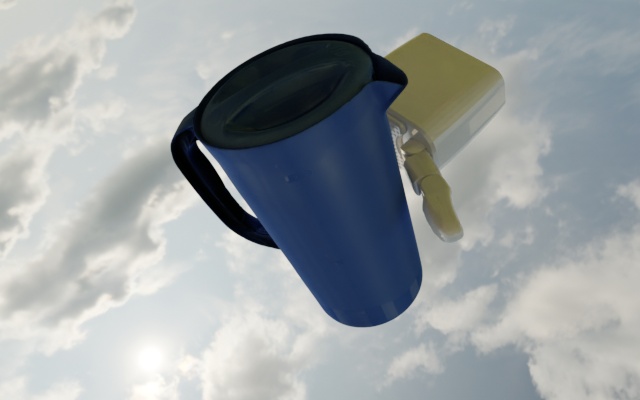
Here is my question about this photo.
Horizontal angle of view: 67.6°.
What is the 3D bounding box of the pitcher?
[{"bbox_3d":[0.000,0.001,0.402,0.145,0.243,0.149,-40,42,-17],"label":"pitcher"}]
